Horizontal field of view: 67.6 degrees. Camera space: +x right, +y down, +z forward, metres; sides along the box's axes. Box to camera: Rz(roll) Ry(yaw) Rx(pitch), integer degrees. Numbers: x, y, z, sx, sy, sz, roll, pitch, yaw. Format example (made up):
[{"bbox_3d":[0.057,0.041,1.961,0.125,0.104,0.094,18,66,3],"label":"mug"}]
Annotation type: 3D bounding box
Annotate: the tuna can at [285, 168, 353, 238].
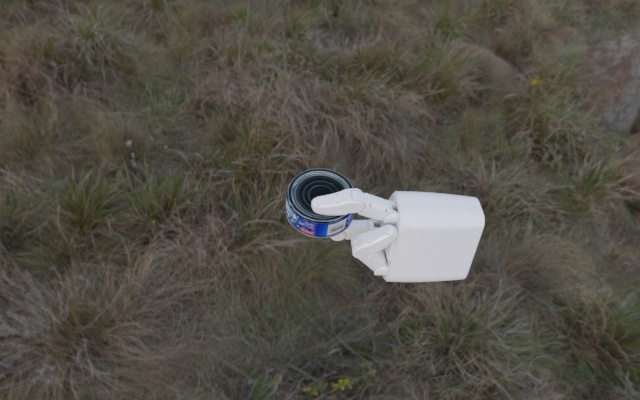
[{"bbox_3d":[0.000,0.002,0.585,0.086,0.086,0.034,0,-38,-6],"label":"tuna can"}]
